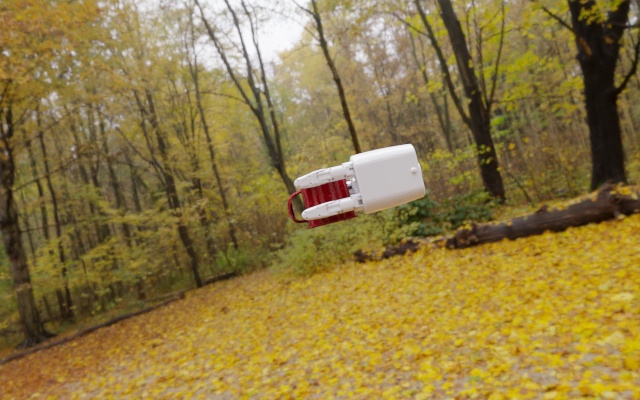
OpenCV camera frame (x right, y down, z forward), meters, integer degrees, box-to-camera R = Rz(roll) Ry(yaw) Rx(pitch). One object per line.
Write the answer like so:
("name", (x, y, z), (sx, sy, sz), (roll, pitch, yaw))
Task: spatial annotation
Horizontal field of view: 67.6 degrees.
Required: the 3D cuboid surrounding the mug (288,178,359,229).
("mug", (-0.001, 0.003, 0.833), (0.117, 0.081, 0.093), (-14, -3, -3))
